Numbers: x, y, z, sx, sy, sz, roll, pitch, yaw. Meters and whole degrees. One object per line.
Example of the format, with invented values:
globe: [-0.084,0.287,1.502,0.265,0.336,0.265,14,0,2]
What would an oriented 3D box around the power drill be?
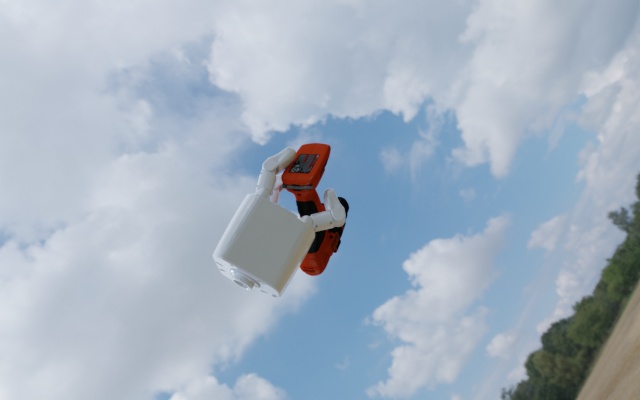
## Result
power drill: [0.000,0.002,0.792,0.057,0.188,0.184,1,38,20]
